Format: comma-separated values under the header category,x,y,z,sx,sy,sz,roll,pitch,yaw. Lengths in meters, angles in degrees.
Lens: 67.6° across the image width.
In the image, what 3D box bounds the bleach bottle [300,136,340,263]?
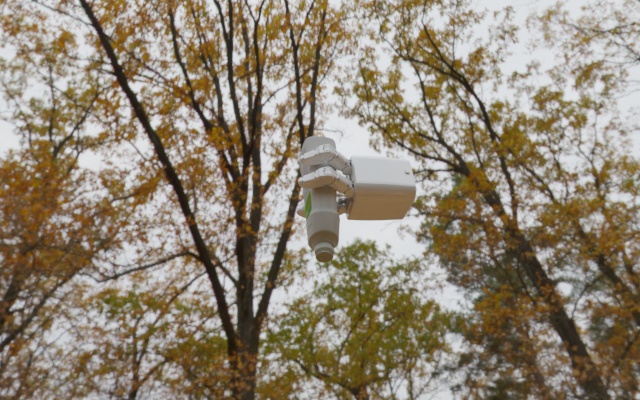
category,x,y,z,sx,sy,sz,roll,pitch,yaw
bleach bottle,0.000,0.003,0.830,0.068,0.250,0.103,3,-43,-6
